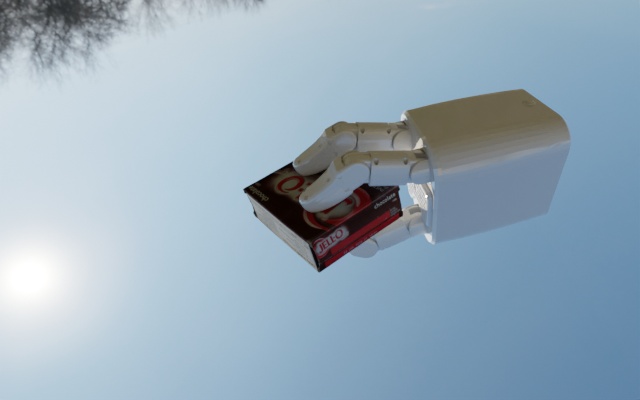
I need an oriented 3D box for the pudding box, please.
[{"bbox_3d":[0.000,0.001,0.409,0.090,0.039,0.113,-31,35,-22],"label":"pudding box"}]
